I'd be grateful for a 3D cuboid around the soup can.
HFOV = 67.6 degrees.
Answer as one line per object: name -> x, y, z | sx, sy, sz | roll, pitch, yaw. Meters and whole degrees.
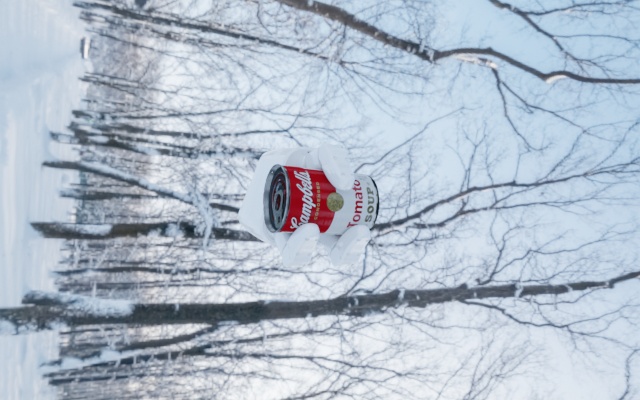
soup can -> 0.001, 0.002, 0.488 | 0.102, 0.068, 0.068 | 4, -2, -25
